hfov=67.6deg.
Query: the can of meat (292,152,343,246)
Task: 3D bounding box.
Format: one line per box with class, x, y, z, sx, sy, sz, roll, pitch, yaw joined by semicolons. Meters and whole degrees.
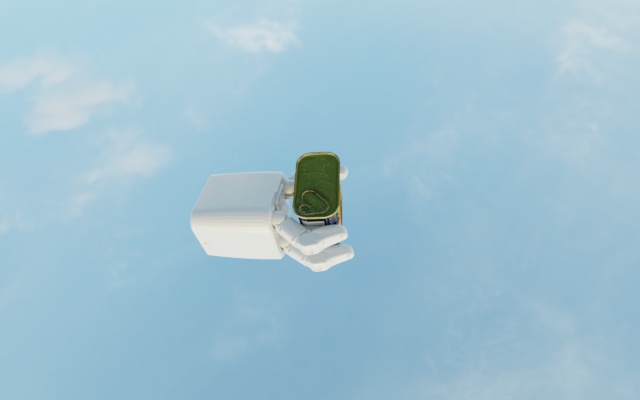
can of meat;0.000;0.002;0.625;0.057;0.102;0.084;-2;-35;6
